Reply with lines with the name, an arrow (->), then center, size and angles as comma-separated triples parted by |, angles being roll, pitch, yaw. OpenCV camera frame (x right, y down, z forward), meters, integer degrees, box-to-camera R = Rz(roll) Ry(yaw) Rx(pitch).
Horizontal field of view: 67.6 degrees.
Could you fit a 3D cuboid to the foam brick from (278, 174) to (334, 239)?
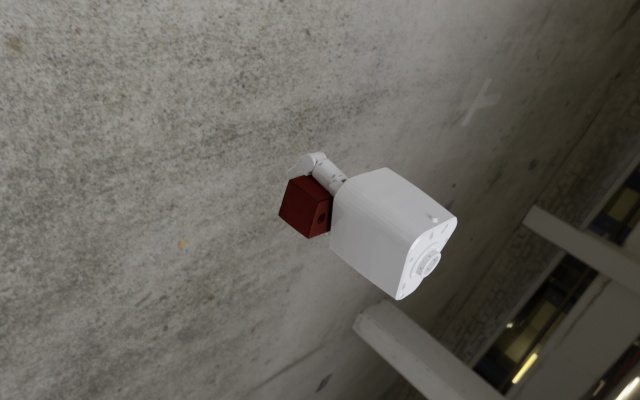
foam brick -> 0.000, 0.002, 0.561 | 0.078, 0.053, 0.051 | -18, 46, -44
